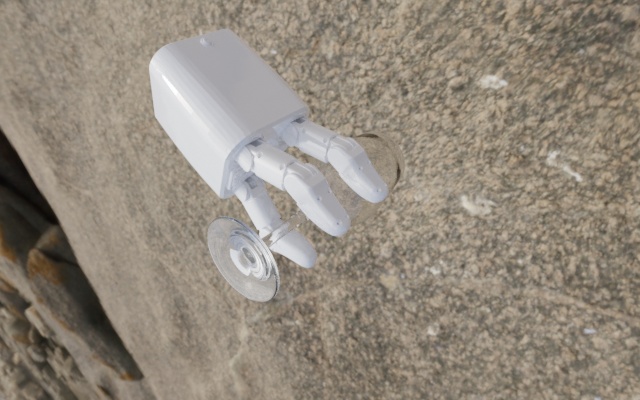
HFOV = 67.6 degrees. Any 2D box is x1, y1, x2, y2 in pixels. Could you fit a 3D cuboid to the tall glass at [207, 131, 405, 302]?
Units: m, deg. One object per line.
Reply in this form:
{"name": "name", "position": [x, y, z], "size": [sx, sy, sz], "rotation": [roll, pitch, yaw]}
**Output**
{"name": "tall glass", "position": [0.000, 0.002, 0.424], "size": [0.079, 0.079, 0.201], "rotation": [0, 26, 42]}
